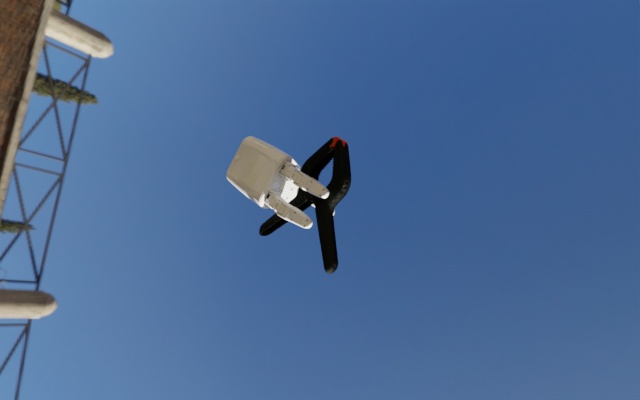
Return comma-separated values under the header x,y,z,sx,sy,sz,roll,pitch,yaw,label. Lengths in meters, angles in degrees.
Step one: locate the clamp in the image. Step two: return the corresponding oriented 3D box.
x,y,z,sx,sy,sz,roll,pitch,yaw,label
0.001,0.002,0.770,0.164,0.210,0.036,33,8,32,clamp
